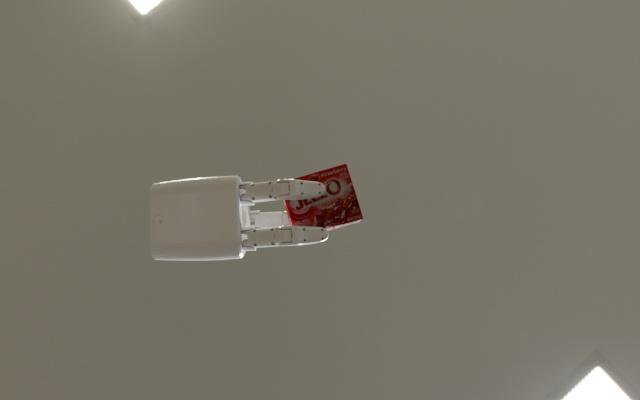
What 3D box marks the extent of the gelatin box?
[{"bbox_3d":[0.000,0.002,0.595,0.089,0.073,0.030,-16,-7,-8],"label":"gelatin box"}]
